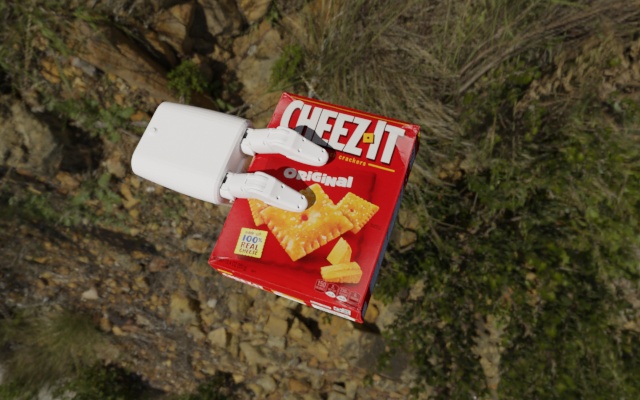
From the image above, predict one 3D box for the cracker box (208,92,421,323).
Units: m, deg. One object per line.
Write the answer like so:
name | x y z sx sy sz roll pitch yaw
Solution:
cracker box | 0.000 0.002 0.518 0.164 0.213 0.072 17 -18 12
